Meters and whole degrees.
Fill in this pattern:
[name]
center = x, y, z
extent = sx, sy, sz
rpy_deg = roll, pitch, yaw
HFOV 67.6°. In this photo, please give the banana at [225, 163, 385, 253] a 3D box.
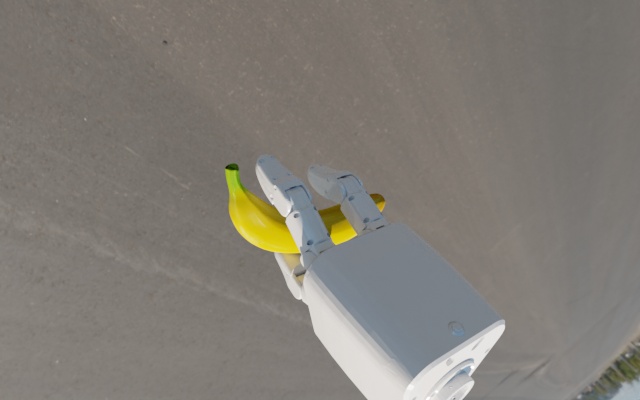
[banana]
center = -0.010, 0.017, 0.441
extent = 0.198, 0.070, 0.037
rpy_deg = 9, 24, -46
